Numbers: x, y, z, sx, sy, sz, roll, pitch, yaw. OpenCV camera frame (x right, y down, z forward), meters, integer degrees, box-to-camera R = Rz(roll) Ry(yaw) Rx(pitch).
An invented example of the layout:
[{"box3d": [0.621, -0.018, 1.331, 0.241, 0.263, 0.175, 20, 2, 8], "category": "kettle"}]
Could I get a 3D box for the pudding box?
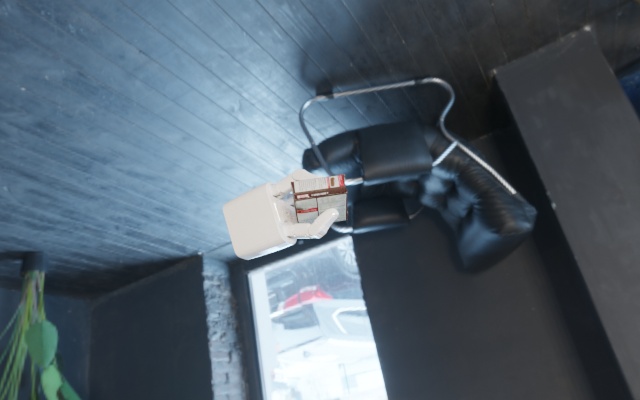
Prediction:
[{"box3d": [0.000, 0.003, 0.810, 0.090, 0.039, 0.113, -9, -25, -2], "category": "pudding box"}]
